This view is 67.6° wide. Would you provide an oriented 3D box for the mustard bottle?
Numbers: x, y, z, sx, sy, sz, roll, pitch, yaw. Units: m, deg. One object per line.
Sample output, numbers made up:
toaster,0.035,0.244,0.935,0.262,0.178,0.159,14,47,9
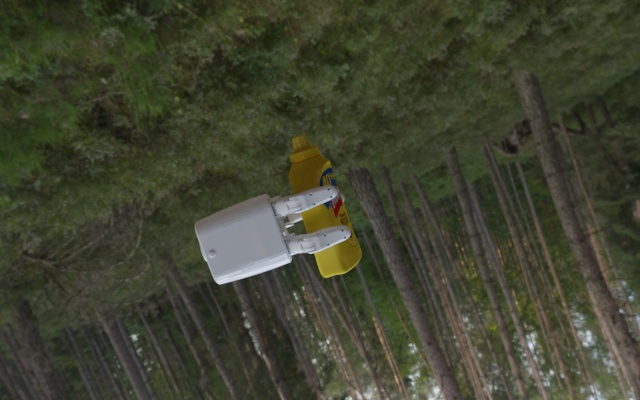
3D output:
mustard bottle,0.001,0.002,0.661,0.058,0.191,0.096,-16,8,22
